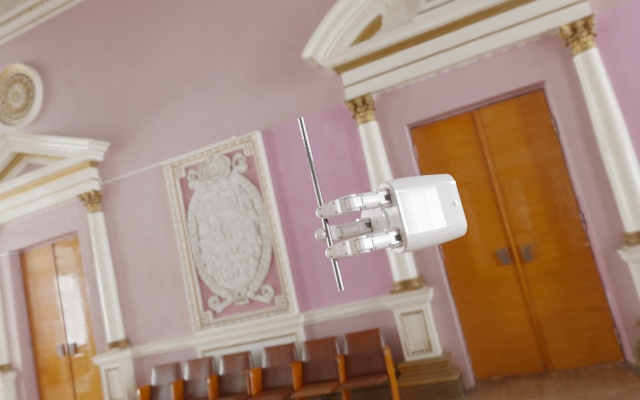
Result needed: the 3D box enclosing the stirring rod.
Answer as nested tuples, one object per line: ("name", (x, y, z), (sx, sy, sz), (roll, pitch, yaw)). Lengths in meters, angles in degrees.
("stirring rod", (0.000, 0.002, 0.644), (0.011, 0.239, 0.011), (-13, -8, -2))
